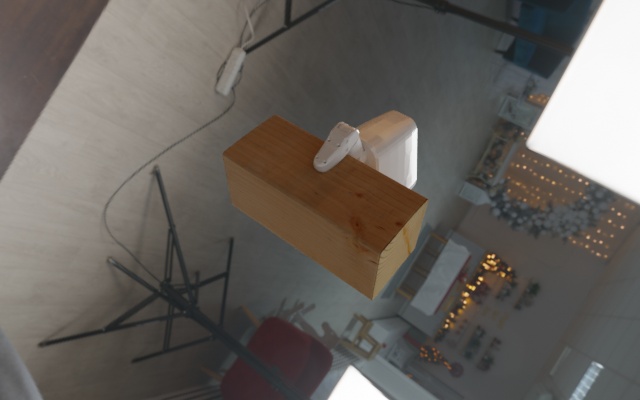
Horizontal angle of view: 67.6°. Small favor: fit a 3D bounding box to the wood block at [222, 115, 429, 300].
[{"bbox_3d":[0.000,0.001,0.526,0.206,0.091,0.090,31,55,23],"label":"wood block"}]
